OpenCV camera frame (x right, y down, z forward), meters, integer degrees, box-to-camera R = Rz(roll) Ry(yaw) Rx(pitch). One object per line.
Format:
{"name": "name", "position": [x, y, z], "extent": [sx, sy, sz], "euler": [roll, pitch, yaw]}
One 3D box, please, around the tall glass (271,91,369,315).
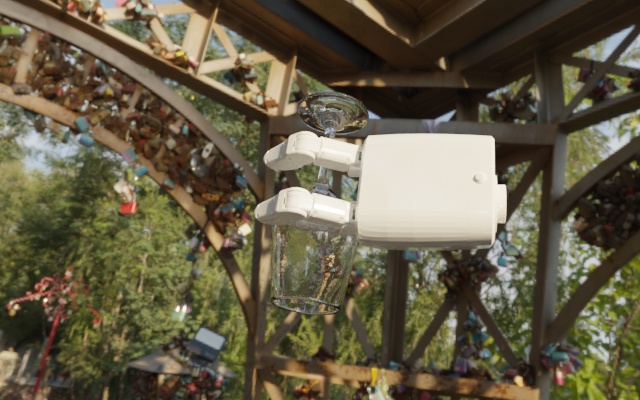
{"name": "tall glass", "position": [0.000, 0.001, 0.450], "extent": [0.079, 0.201, 0.079], "euler": [7, -23, 3]}
